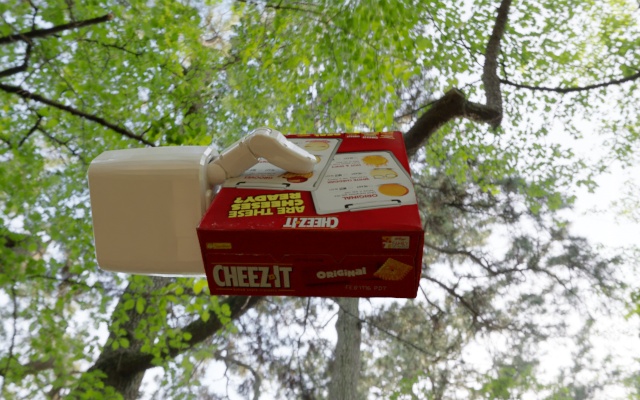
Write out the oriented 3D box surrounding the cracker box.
[{"bbox_3d":[0.000,0.001,0.442,0.164,0.072,0.213,-1,27,5],"label":"cracker box"}]
